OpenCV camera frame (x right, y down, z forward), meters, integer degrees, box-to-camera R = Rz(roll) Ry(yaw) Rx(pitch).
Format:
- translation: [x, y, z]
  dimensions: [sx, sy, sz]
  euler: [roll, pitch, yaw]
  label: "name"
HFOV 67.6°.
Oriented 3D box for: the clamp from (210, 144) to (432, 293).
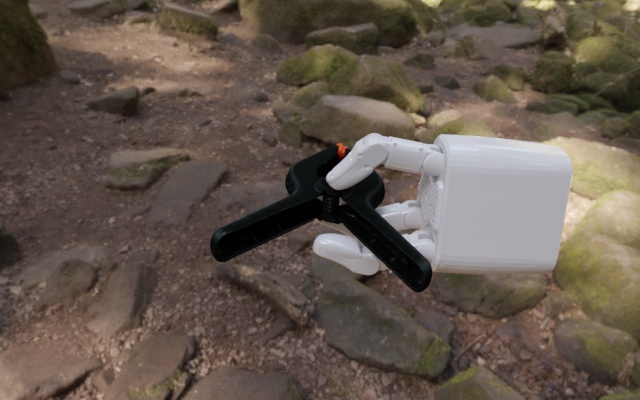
- translation: [0.000, 0.000, 0.425]
  dimensions: [0.164, 0.036, 0.209]
  euler: [6, 30, -3]
  label: "clamp"
